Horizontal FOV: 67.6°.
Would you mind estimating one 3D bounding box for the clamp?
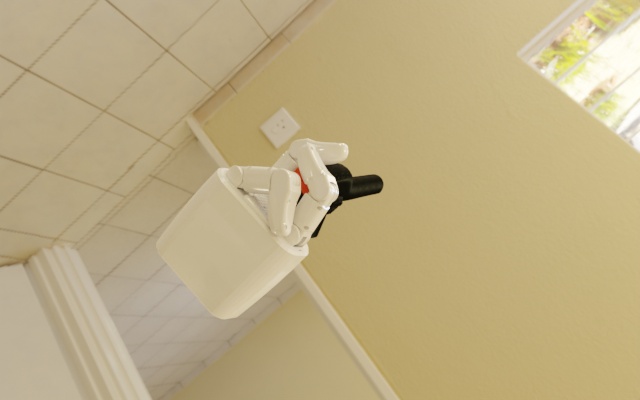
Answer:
[{"bbox_3d":[0.000,0.002,0.544,0.120,0.039,0.171,-44,-23,15],"label":"clamp"}]
